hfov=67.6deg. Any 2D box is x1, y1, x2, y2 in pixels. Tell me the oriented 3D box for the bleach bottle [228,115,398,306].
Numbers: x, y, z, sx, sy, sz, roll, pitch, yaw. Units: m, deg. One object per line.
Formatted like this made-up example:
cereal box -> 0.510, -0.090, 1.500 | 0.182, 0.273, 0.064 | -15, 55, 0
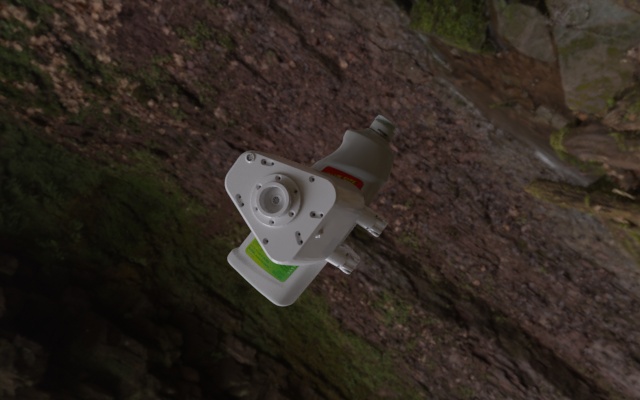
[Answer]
bleach bottle -> 0.000, 0.002, 0.580 | 0.102, 0.251, 0.068 | 39, 7, 17
